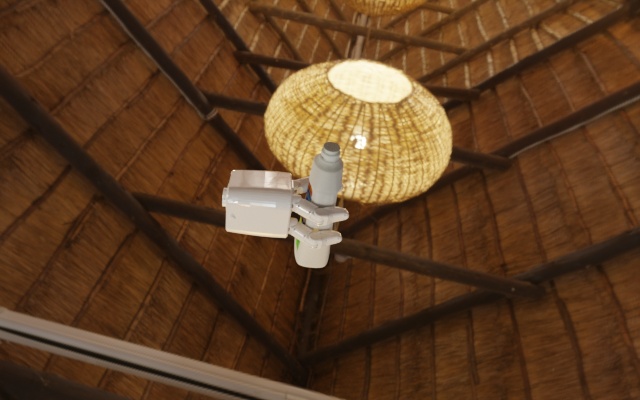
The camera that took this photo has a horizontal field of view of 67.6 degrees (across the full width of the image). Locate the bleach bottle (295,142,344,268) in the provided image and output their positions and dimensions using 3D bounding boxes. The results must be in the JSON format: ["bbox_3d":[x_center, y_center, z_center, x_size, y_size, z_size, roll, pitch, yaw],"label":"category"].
[{"bbox_3d":[0.000,0.003,0.842,0.068,0.251,0.102,6,41,-6],"label":"bleach bottle"}]
